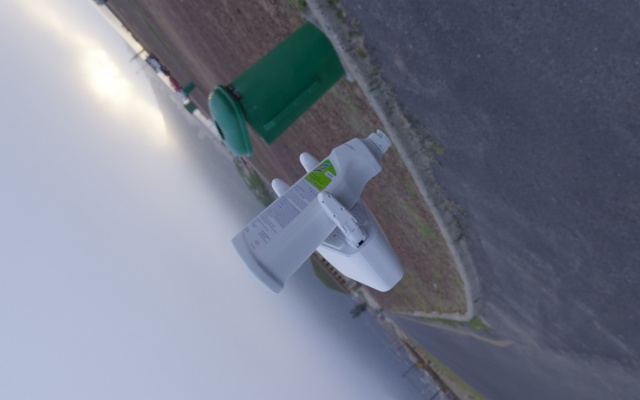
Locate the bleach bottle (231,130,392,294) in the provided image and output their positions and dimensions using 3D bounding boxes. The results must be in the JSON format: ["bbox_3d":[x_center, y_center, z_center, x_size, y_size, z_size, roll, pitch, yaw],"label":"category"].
[{"bbox_3d":[0.000,0.002,0.636,0.068,0.251,0.102,50,-5,-38],"label":"bleach bottle"}]
